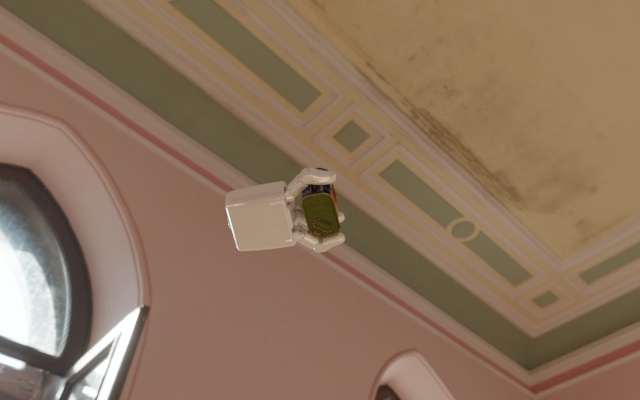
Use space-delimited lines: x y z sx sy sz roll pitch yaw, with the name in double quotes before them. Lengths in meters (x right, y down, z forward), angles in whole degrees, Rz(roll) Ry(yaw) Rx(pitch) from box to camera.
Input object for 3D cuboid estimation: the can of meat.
"can of meat" 0.000 0.003 0.865 0.057 0.102 0.084 -11 38 7
